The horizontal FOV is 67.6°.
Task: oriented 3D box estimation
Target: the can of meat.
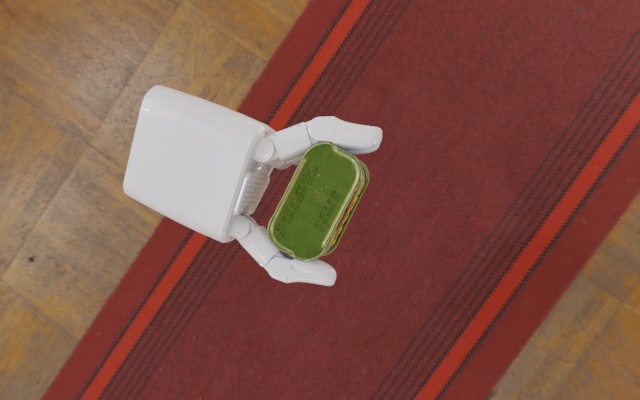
[{"bbox_3d":[0.000,0.001,0.421,0.057,0.102,0.084,27,3,7],"label":"can of meat"}]
